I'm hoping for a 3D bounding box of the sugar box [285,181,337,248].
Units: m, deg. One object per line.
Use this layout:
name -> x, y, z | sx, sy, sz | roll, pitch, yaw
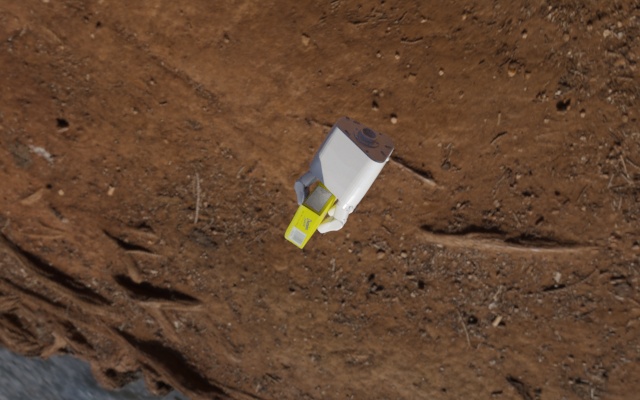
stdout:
sugar box -> 0.001, 0.003, 0.900 | 0.048, 0.093, 0.176 | 34, 40, 5
